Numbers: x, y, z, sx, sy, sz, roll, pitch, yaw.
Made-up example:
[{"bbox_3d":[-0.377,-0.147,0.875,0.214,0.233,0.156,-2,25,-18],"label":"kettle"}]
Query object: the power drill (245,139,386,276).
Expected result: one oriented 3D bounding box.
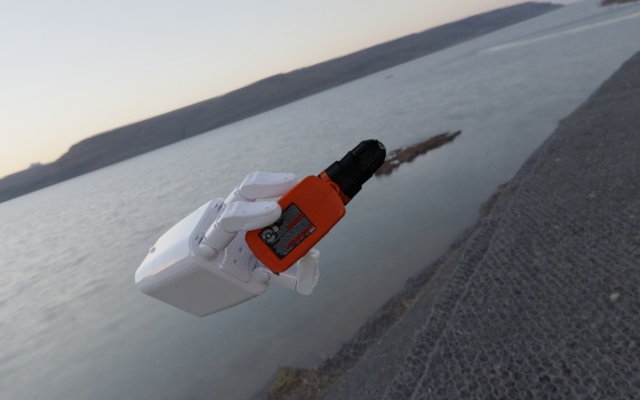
[{"bbox_3d":[0.000,0.002,0.541,0.184,0.057,0.187,-44,-2,12],"label":"power drill"}]
